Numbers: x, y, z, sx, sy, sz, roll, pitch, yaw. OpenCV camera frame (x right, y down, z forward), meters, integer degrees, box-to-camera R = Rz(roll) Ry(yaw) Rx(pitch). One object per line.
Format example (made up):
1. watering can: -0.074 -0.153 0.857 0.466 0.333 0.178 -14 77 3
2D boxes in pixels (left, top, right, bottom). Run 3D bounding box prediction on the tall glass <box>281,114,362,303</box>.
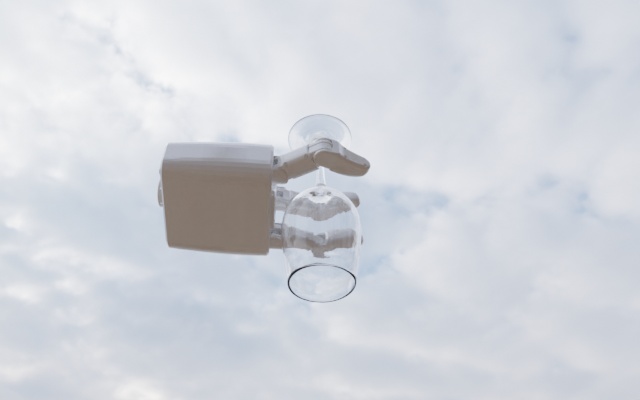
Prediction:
1. tall glass: 0.000 0.001 0.489 0.079 0.200 0.079 -1 -43 -1
